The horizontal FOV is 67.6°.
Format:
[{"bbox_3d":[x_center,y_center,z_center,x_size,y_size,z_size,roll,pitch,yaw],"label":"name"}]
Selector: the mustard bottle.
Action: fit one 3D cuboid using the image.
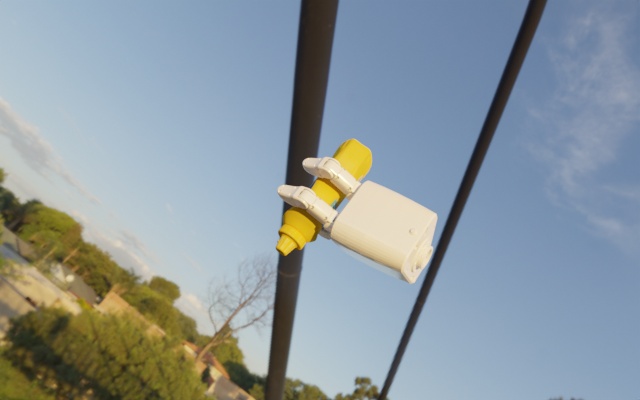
[{"bbox_3d":[0.000,0.002,0.690,0.058,0.191,0.096,37,-24,3],"label":"mustard bottle"}]
